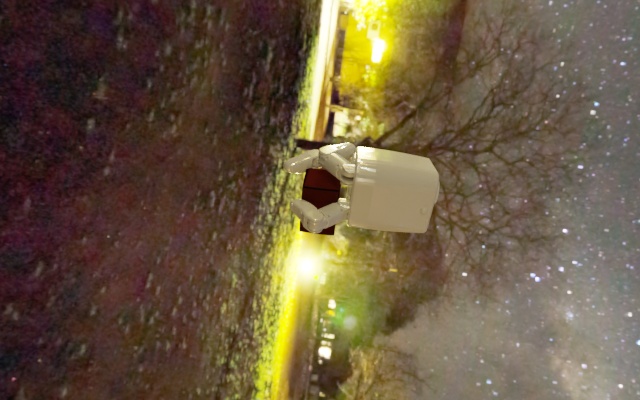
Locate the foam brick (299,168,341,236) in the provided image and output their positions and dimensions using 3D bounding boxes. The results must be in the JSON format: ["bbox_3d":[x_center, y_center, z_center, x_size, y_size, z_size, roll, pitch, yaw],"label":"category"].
[{"bbox_3d":[0.000,0.002,0.666,0.051,0.078,0.053,7,36,1],"label":"foam brick"}]
